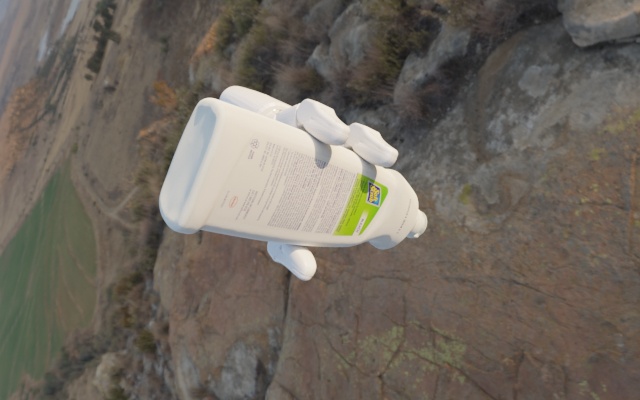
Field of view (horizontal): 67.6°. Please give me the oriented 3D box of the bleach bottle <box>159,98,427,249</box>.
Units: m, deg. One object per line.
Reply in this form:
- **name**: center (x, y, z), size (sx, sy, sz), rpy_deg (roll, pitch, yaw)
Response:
- **bleach bottle**: center (0.000, 0.001, 0.417), size (0.251, 0.102, 0.068), rpy_deg (18, 11, -37)
